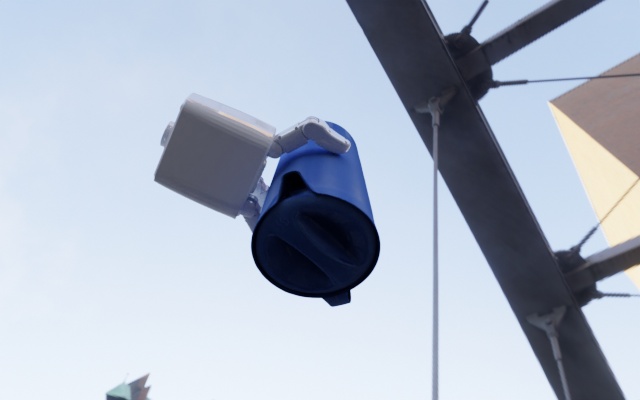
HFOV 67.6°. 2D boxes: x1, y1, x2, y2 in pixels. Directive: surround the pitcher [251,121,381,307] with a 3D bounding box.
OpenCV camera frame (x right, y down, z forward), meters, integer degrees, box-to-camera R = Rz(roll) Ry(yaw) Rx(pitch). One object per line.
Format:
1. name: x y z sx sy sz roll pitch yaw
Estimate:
1. pitcher: 0.000 0.002 0.591 0.145 0.149 0.242 23 28 -11
